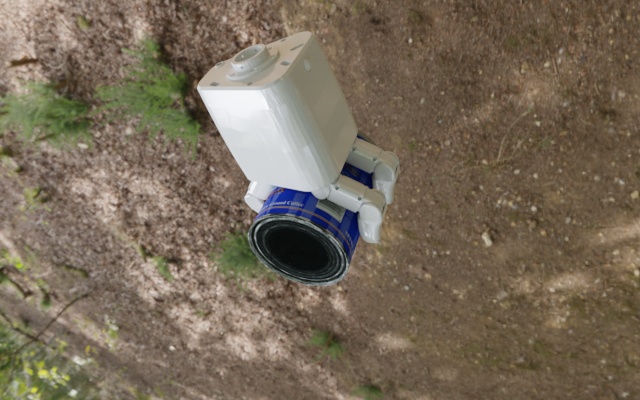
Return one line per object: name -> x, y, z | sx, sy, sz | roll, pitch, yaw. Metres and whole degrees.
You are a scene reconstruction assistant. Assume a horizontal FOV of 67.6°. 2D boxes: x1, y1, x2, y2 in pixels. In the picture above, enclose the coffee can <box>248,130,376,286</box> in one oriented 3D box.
coffee can -> 0.000, 0.002, 0.497 | 0.103, 0.103, 0.140 | 0, 44, 26
